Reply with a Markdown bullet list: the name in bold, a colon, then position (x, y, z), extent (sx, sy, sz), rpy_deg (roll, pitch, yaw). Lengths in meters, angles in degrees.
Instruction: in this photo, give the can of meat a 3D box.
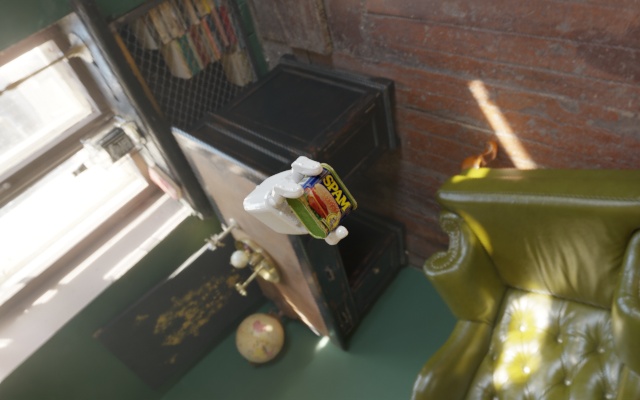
- **can of meat**: position (0.000, 0.003, 0.816), extent (0.084, 0.102, 0.057), rpy_deg (-46, 22, -26)
